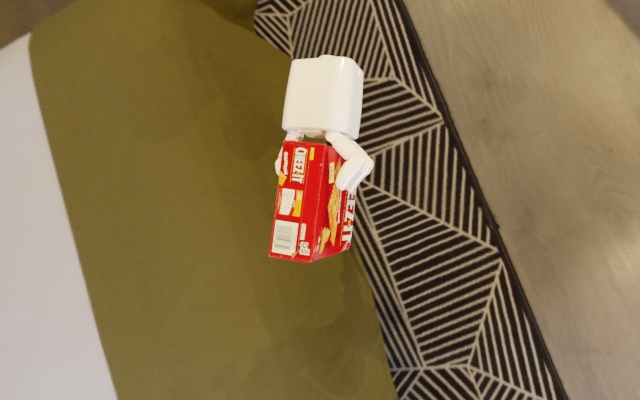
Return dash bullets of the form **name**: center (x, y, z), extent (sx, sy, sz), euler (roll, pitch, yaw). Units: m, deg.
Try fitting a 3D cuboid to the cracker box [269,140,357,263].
- **cracker box**: center (0.000, 0.002, 0.740), extent (0.072, 0.164, 0.214), euler (8, 1, 18)
